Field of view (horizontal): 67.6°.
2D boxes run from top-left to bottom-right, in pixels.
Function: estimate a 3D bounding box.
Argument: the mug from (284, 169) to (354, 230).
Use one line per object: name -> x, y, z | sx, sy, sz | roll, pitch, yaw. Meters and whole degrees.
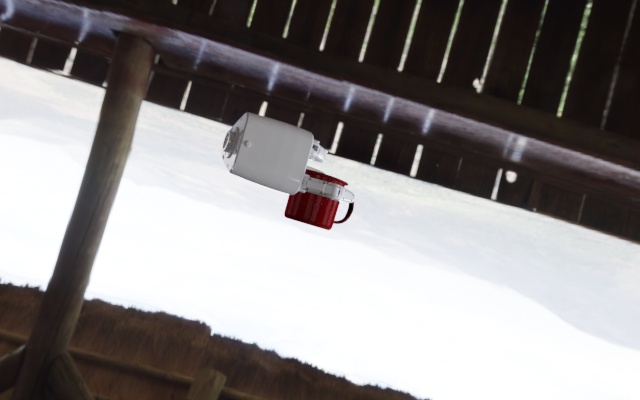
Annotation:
mug -> 0.001, 0.003, 0.774 | 0.117, 0.081, 0.093 | 18, -4, -24
